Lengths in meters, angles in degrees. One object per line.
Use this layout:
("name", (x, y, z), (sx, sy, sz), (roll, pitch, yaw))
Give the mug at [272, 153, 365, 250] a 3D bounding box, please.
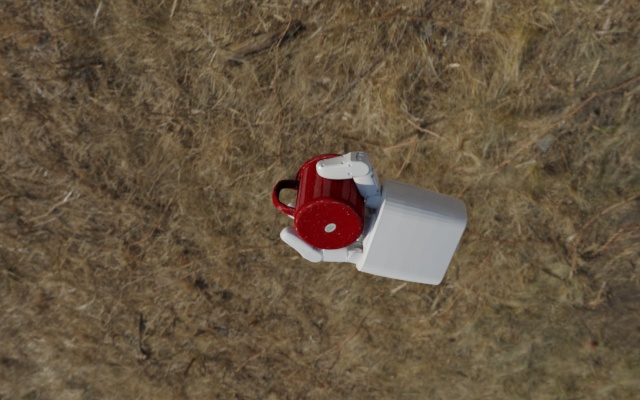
("mug", (-0.001, 0.002, 0.571), (0.117, 0.093, 0.081), (12, 40, -6))
